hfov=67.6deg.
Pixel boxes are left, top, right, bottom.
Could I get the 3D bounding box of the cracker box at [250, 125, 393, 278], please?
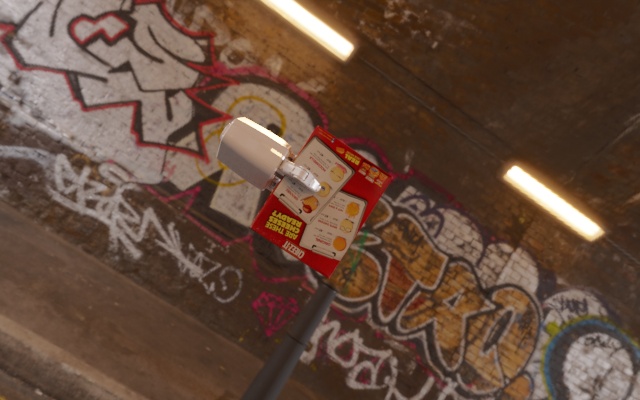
[{"bbox_3d":[0.000,0.003,0.849,0.164,0.213,0.072,34,-7,-5],"label":"cracker box"}]
